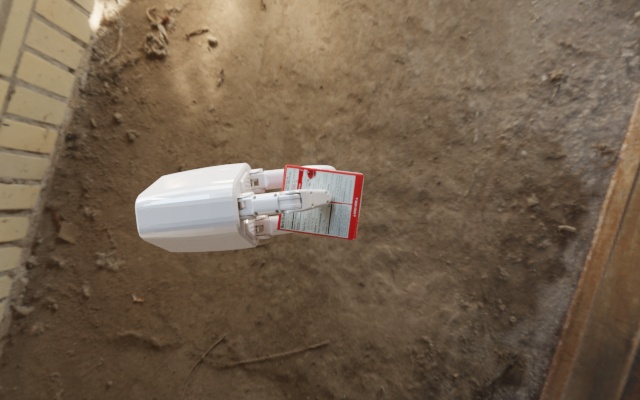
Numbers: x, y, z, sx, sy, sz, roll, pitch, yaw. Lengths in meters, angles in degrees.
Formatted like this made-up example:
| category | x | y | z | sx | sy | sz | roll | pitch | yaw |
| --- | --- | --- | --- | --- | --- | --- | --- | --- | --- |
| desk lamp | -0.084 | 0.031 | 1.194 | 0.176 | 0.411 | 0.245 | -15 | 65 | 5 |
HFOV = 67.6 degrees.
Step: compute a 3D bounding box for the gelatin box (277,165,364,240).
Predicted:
| category | x | y | z | sx | sy | sz | roll | pitch | yaw |
| --- | --- | --- | --- | --- | --- | --- | --- | --- | --- |
| gelatin box | 0.000 | 0.002 | 0.531 | 0.089 | 0.073 | 0.030 | 7 | 2 | 7 |
